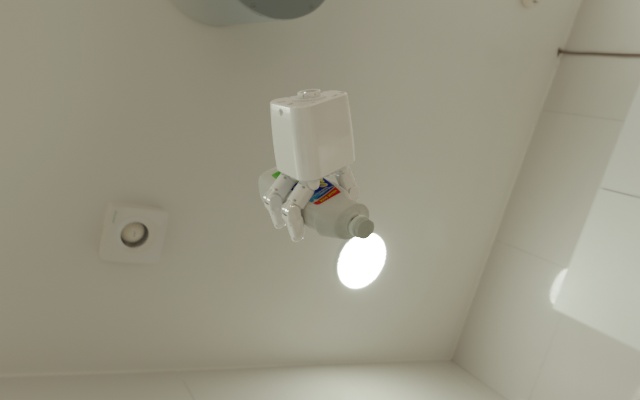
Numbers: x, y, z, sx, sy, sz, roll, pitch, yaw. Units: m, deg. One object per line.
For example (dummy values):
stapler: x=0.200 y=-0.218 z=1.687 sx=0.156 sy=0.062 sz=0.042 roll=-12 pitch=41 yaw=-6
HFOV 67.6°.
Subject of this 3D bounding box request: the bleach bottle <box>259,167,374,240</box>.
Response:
bleach bottle: x=0.000 y=0.002 z=0.735 sx=0.102 sy=0.068 sz=0.250 roll=-18 pitch=25 yaw=-28
